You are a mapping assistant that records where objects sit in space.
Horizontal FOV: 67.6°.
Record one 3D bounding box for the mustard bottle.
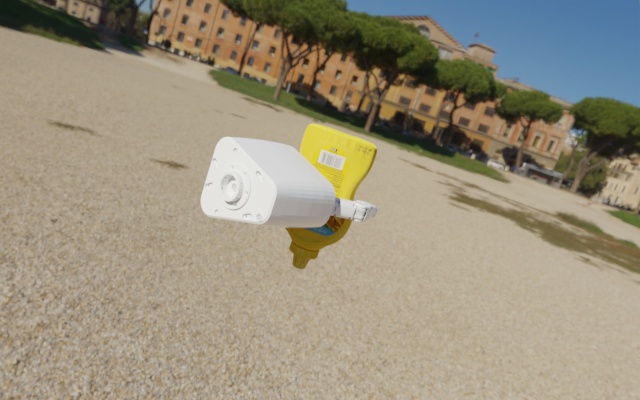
[{"bbox_3d":[0.000,0.002,0.636,0.096,0.192,0.058,21,11,9],"label":"mustard bottle"}]
